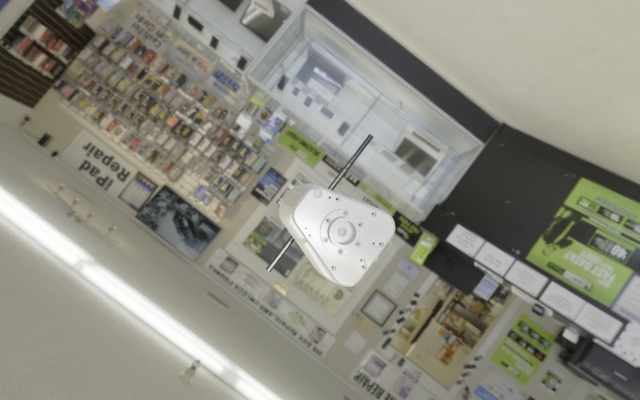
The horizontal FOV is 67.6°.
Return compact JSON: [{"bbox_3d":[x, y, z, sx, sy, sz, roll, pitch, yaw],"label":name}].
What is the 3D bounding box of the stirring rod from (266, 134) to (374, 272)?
[{"bbox_3d":[0.000,0.002,0.673,0.011,0.239,0.011,37,-5,4],"label":"stirring rod"}]
